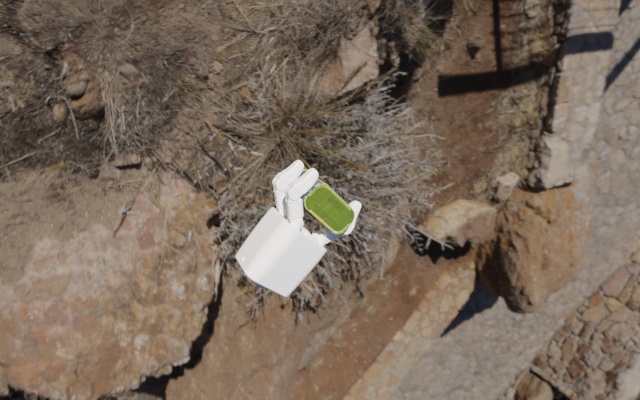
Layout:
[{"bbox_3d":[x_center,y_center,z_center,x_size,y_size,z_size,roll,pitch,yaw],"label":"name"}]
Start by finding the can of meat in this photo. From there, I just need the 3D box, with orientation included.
[{"bbox_3d":[0.000,0.003,0.789,0.102,0.057,0.084,42,-2,-29],"label":"can of meat"}]
